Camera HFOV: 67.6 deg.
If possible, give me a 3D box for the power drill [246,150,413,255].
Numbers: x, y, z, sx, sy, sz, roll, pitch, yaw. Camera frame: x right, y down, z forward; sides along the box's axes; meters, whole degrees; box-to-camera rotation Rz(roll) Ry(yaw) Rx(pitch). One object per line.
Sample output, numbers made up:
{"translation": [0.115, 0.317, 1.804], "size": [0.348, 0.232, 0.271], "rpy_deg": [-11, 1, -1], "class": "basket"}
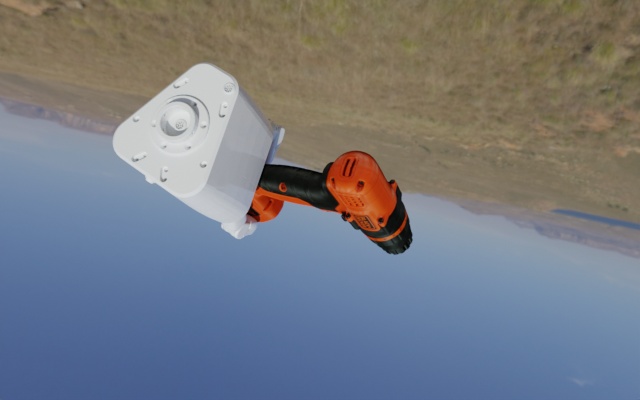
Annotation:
{"translation": [0.000, 0.002, 0.519], "size": [0.187, 0.057, 0.184], "rpy_deg": [6, -25, 27], "class": "power drill"}
